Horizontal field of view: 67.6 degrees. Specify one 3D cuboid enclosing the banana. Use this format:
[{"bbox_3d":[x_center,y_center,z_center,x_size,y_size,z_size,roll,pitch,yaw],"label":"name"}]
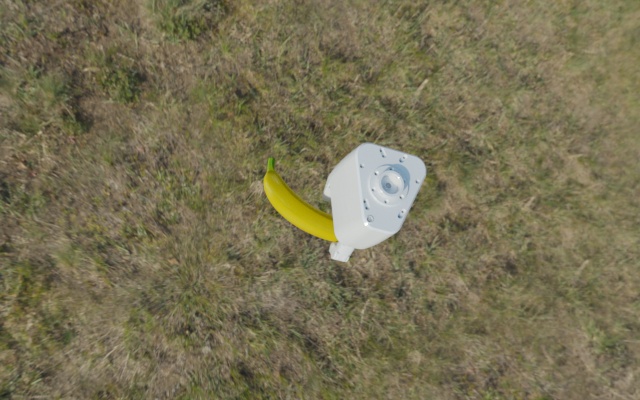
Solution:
[{"bbox_3d":[-0.013,0.014,0.706,0.198,0.069,0.037,37,-22,0],"label":"banana"}]
